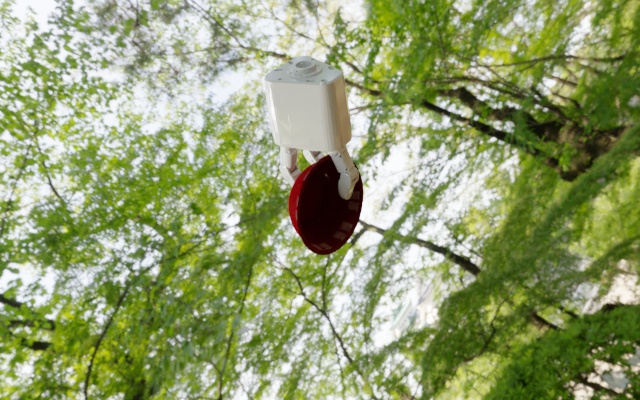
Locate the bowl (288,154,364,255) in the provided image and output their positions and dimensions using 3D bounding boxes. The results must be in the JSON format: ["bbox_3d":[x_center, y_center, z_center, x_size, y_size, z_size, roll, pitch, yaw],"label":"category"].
[{"bbox_3d":[0.000,0.004,0.763,0.055,0.162,0.162,12,8,40],"label":"bowl"}]
